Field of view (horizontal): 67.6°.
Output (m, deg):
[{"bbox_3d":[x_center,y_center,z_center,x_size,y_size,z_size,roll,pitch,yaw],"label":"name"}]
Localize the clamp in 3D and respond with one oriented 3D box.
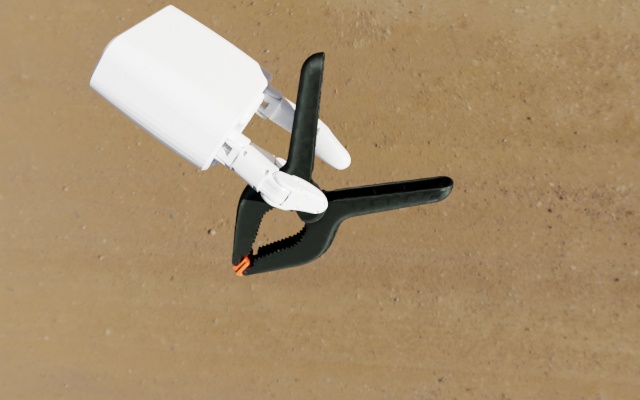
[{"bbox_3d":[-0.001,0.002,0.426,0.164,0.210,0.036,36,23,-10],"label":"clamp"}]
